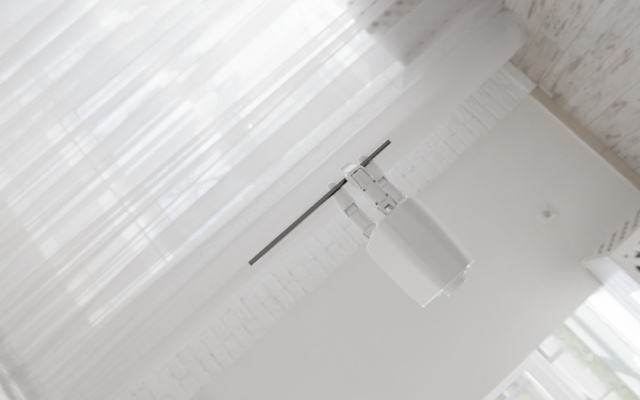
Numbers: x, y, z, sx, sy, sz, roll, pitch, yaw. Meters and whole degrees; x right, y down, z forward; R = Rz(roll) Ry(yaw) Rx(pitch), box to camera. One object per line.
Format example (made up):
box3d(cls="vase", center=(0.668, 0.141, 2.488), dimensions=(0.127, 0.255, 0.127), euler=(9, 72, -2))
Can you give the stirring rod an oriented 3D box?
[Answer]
box3d(cls="stirring rod", center=(0.000, 0.002, 0.616), dimensions=(0.239, 0.011, 0.011), euler=(-41, 3, -4))
